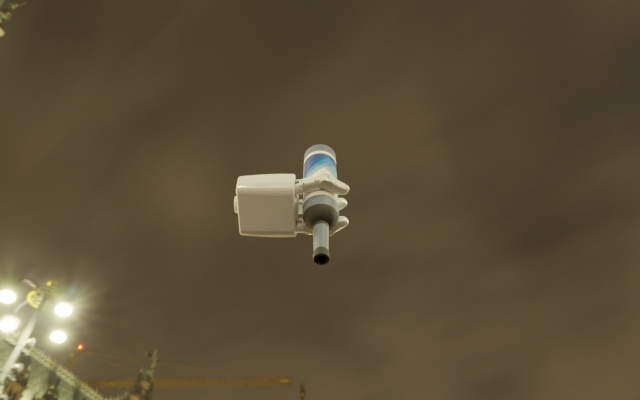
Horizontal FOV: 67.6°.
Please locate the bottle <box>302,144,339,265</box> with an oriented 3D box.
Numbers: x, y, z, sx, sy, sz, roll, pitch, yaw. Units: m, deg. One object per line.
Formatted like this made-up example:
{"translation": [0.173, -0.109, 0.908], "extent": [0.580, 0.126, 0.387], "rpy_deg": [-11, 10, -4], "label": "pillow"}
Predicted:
{"translation": [0.000, 0.003, 0.893], "extent": [0.069, 0.069, 0.295], "rpy_deg": [0, 40, -1], "label": "bottle"}
